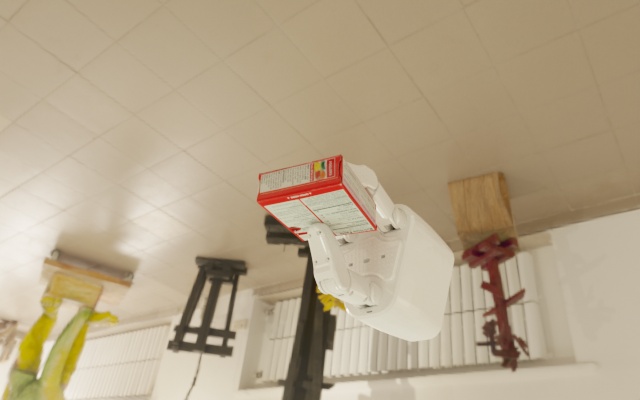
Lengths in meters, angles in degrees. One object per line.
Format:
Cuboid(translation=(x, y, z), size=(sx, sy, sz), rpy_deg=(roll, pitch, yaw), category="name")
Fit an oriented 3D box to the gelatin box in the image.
Cuboid(translation=(0.000, 0.002, 0.401), size=(0.073, 0.030, 0.089), rpy_deg=(-11, -30, 21), category="gelatin box")
